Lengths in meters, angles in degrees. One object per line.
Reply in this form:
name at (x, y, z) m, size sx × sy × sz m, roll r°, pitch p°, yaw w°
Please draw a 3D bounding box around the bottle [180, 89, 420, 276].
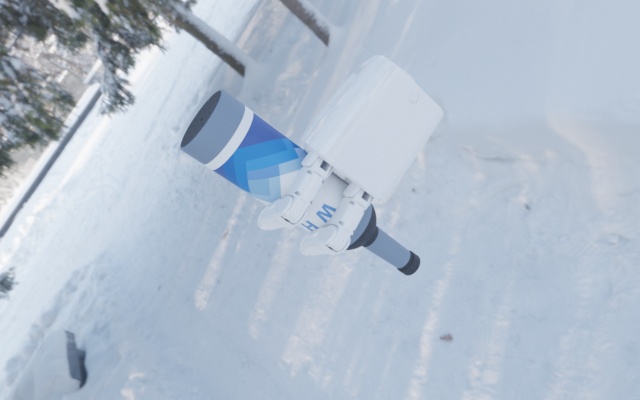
bottle at (0.000, 0.002, 0.496) m, size 0.296 × 0.069 × 0.069 m, roll 35°, pitch -18°, yaw -27°
